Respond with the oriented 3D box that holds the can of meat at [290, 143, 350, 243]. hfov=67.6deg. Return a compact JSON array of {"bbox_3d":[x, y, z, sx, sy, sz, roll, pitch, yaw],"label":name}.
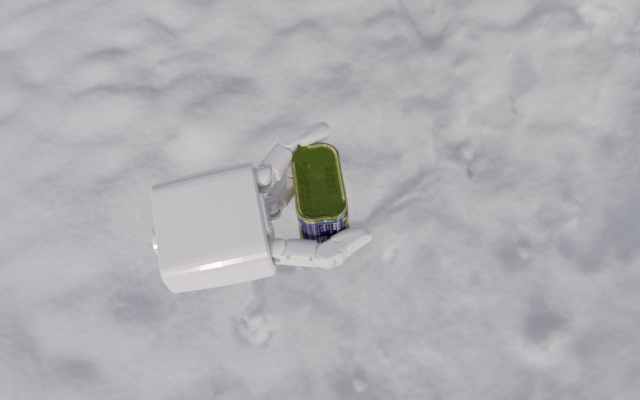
[{"bbox_3d":[0.000,0.002,0.512,0.057,0.102,0.084,-9,-34,-1],"label":"can of meat"}]
